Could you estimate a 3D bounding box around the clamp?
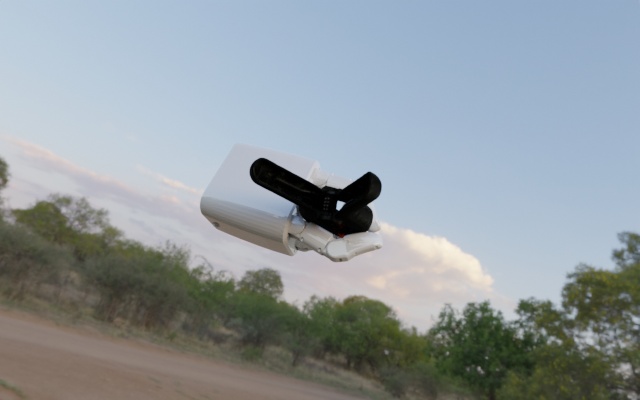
[{"bbox_3d":[0.000,0.001,0.480,0.120,0.039,0.171,17,-18,11],"label":"clamp"}]
